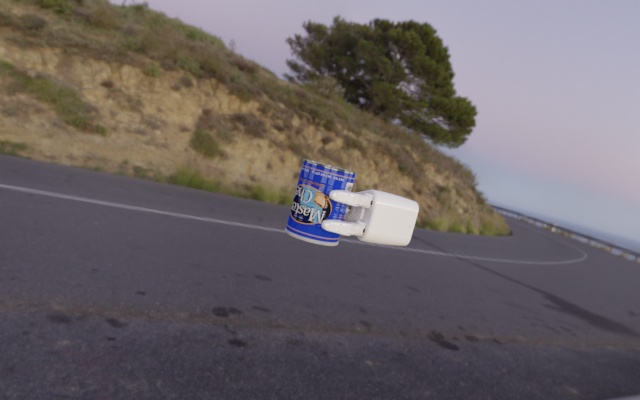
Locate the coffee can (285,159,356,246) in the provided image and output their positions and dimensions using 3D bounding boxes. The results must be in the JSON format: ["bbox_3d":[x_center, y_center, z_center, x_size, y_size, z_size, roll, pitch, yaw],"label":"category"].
[{"bbox_3d":[0.000,0.003,0.891,0.103,0.140,0.103,14,6,-2],"label":"coffee can"}]
